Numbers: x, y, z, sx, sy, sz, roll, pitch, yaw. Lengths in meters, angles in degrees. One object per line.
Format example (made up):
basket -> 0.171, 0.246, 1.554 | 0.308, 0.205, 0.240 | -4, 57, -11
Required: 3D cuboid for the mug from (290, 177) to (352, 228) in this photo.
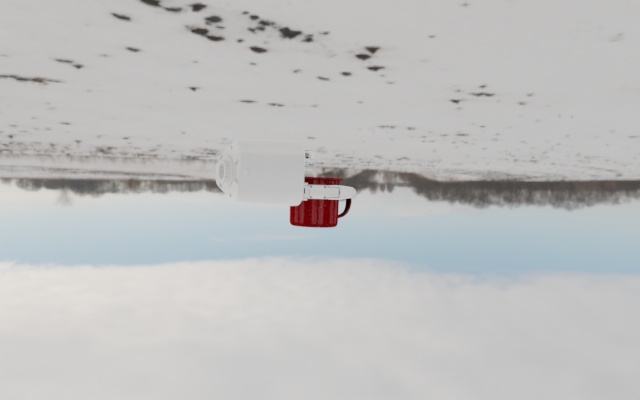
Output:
mug -> 0.001, 0.003, 0.808 | 0.117, 0.081, 0.093 | 1, 2, -30
